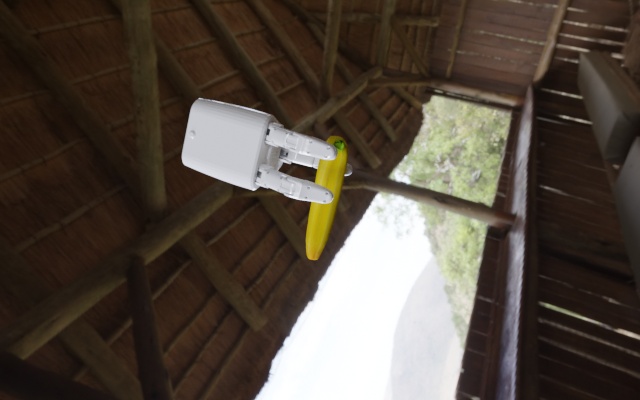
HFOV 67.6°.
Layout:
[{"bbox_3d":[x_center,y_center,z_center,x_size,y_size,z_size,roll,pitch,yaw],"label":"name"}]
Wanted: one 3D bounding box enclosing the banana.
[{"bbox_3d":[0.007,-0.011,0.635,0.037,0.198,0.069,18,38,10],"label":"banana"}]
